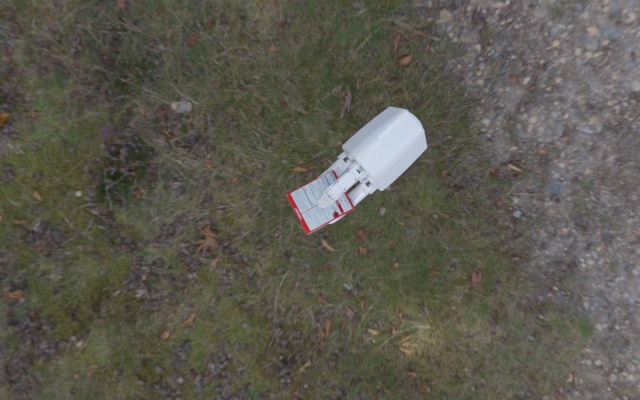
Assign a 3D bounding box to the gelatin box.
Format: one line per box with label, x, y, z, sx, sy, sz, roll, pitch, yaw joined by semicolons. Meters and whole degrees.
gelatin box;0.000;0.003;0.774;0.089;0.073;0.030;-29;-1;0
